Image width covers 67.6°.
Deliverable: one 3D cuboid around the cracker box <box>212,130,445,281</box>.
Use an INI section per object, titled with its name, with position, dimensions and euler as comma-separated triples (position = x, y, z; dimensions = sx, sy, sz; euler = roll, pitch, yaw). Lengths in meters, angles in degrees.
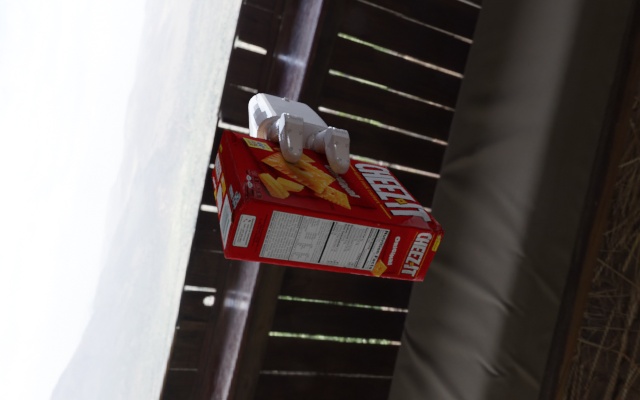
[cracker box]
position = 0.000, 0.002, 0.514
dimensions = 0.214, 0.072, 0.164
euler = 10, 25, -22
